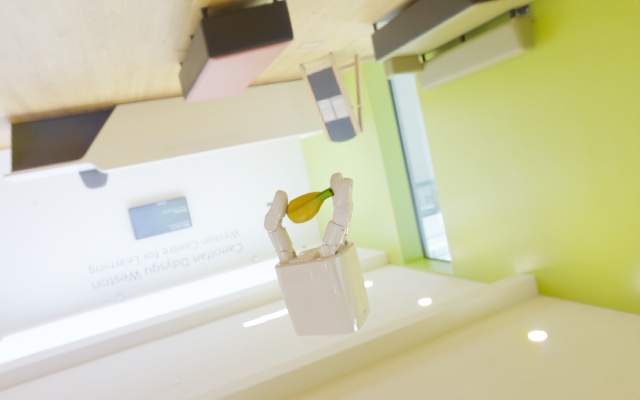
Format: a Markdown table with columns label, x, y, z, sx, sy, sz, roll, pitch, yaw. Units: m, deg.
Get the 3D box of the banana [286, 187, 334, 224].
| label | x | y | z | sx | sy | sz | roll | pitch | yaw |
| --- | --- | --- | --- | --- | --- | --- | --- | --- | --- |
| banana | -0.017 | 0.008 | 0.703 | 0.069 | 0.037 | 0.198 | -19 | 2 | -3 |
